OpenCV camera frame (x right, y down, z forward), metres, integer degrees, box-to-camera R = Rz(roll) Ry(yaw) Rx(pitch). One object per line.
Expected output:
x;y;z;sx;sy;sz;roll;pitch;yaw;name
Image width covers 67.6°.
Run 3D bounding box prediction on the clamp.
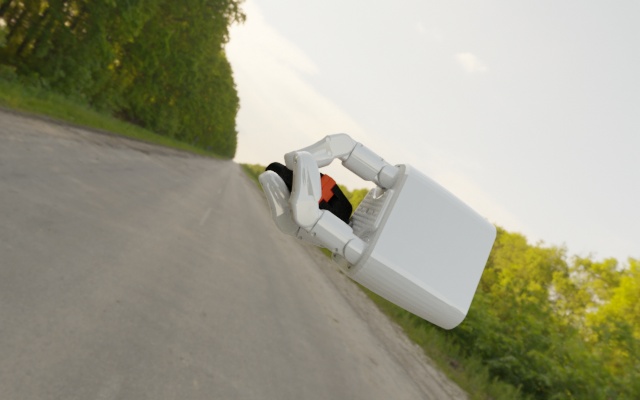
0.000;0.001;0.485;0.120;0.039;0.171;34;-2;-12;clamp
